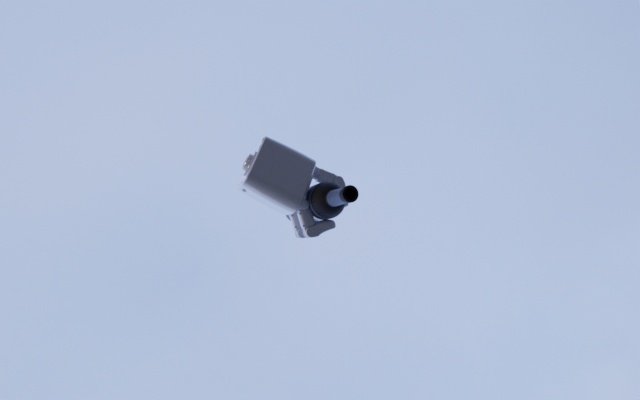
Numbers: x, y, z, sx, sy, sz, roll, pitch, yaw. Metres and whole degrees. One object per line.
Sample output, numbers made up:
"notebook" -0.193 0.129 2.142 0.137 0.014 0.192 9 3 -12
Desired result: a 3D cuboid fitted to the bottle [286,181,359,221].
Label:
"bottle" 0.000 0.003 0.874 0.069 0.069 0.296 0 -5 -18
